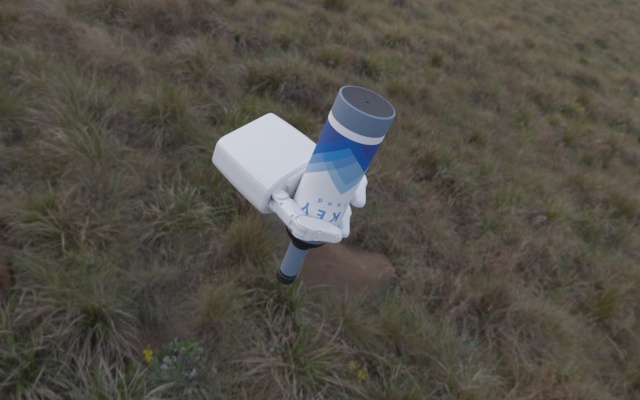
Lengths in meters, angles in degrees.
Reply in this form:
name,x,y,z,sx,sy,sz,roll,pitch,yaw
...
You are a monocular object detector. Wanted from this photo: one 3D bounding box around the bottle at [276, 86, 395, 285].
name,x,y,z,sx,sy,sz,roll,pitch,yaw
bottle,0.000,0.002,0.601,0.069,0.296,0.069,16,36,-12
